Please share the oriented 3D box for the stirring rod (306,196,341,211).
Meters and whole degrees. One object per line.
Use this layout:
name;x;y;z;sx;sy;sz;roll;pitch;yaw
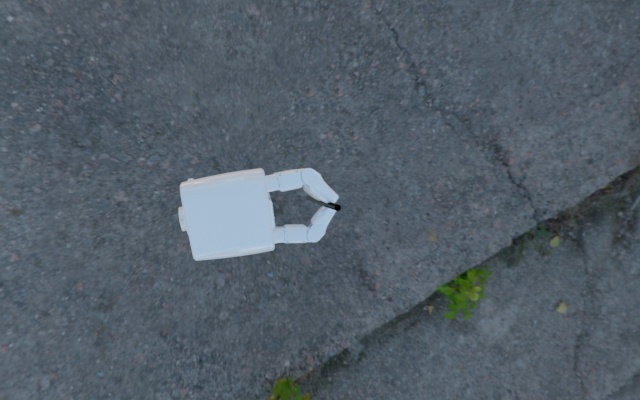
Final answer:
stirring rod;0.000;0.002;0.690;0.011;0.011;0.239;0;3;-10
